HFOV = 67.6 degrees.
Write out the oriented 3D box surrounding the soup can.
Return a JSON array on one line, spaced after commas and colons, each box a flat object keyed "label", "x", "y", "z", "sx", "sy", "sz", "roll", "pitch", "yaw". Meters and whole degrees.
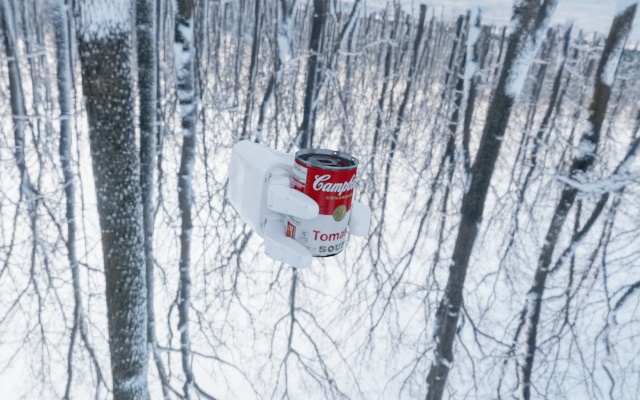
[{"label": "soup can", "x": 0.000, "y": 0.002, "z": 0.514, "sx": 0.068, "sy": 0.102, "sz": 0.068, "roll": 7, "pitch": 20, "yaw": -3}]
